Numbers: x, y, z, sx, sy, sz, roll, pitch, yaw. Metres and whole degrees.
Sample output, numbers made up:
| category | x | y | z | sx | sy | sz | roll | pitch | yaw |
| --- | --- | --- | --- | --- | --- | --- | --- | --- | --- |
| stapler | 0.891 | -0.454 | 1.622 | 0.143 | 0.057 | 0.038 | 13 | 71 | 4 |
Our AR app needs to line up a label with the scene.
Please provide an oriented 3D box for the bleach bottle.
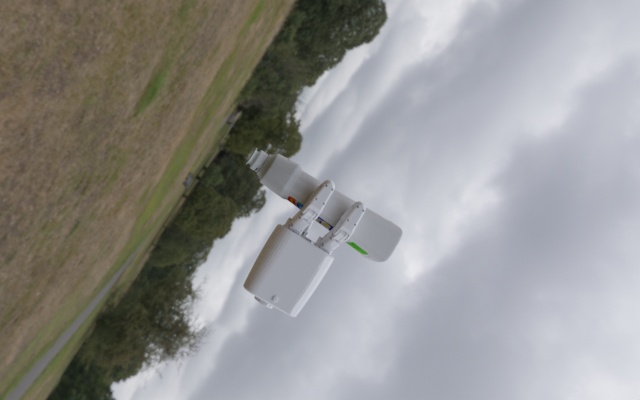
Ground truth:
| category | x | y | z | sx | sy | sz | roll | pitch | yaw |
| --- | --- | --- | --- | --- | --- | --- | --- | --- | --- |
| bleach bottle | 0.000 | 0.002 | 0.723 | 0.251 | 0.068 | 0.102 | 33 | -7 | -13 |
